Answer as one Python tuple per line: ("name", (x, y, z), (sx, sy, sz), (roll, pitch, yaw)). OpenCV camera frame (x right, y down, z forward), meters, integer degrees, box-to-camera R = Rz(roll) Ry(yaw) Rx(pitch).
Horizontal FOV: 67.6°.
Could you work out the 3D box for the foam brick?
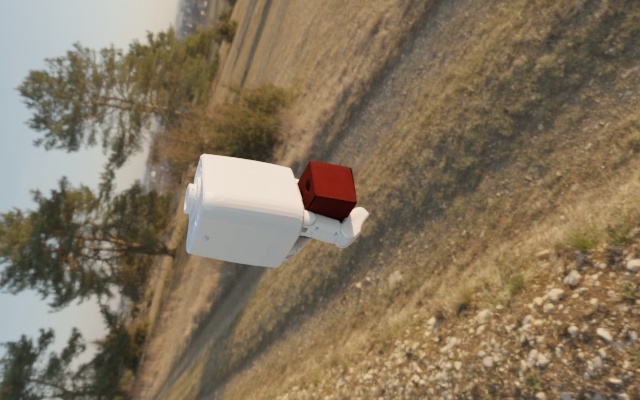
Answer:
("foam brick", (0.000, 0.002, 0.543), (0.051, 0.053, 0.078), (11, -43, -21))
